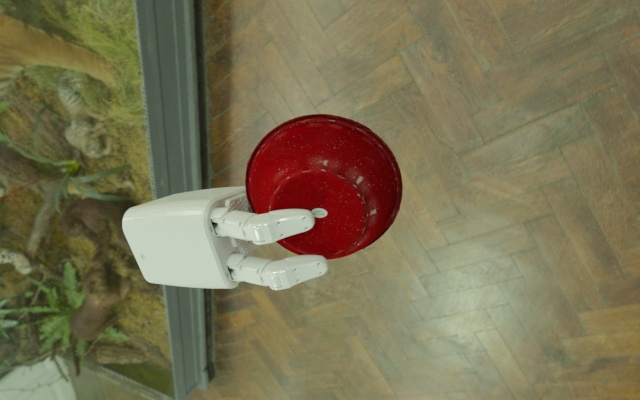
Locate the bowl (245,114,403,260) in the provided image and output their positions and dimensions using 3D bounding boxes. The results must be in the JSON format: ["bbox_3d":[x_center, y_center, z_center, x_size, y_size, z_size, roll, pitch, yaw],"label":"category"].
[{"bbox_3d":[0.001,0.001,0.464,0.162,0.162,0.055,0,27,6],"label":"bowl"}]
